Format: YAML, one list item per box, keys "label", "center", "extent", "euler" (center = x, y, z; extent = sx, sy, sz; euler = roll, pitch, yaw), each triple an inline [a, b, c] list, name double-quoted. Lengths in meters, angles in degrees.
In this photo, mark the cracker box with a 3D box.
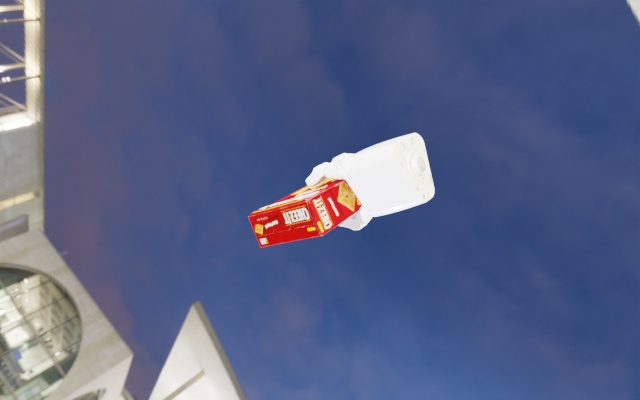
- label: "cracker box"
  center: [0.000, 0.003, 0.870]
  extent: [0.164, 0.072, 0.213]
  euler: [-16, 10, 45]
